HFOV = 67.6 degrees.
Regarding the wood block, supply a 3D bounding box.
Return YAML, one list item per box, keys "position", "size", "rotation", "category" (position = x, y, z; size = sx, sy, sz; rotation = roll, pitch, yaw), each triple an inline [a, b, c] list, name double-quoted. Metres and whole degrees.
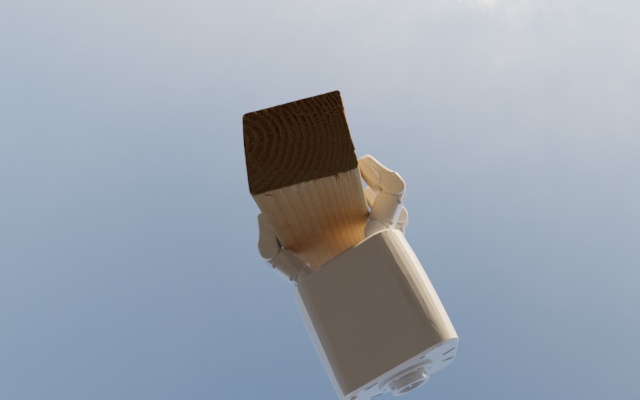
- position: [0.000, 0.002, 0.477]
  size: [0.091, 0.090, 0.206]
  rotation: [-14, -33, 4]
  category: "wood block"
